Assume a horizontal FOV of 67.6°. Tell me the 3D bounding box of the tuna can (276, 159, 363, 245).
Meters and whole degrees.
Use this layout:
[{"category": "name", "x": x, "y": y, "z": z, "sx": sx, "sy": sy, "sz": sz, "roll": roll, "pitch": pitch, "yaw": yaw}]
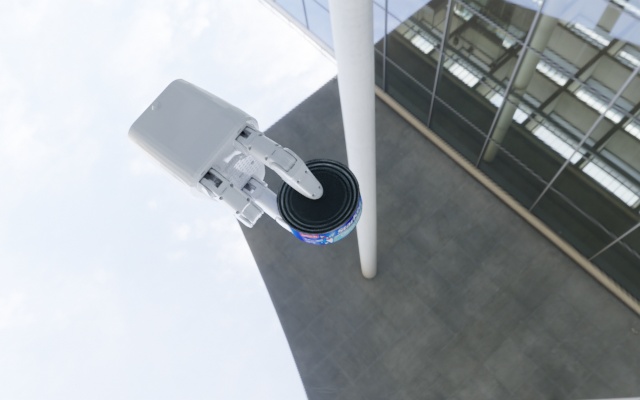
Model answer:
[{"category": "tuna can", "x": 0.000, "y": 0.002, "z": 0.493, "sx": 0.086, "sy": 0.086, "sz": 0.034, "roll": 0, "pitch": -26, "yaw": 12}]
